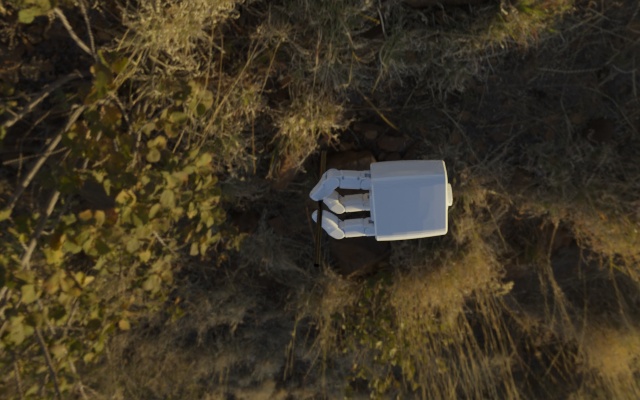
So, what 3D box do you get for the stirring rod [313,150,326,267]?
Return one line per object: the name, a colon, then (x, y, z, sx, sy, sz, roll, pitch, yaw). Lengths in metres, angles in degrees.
stirring rod: (0.000, 0.002, 0.716, 0.011, 0.011, 0.239, 0, 44, 4)
